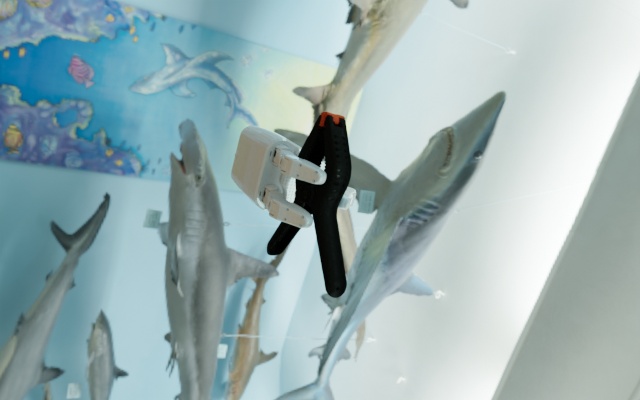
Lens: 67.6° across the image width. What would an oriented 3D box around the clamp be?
[{"bbox_3d":[0.001,0.001,0.577,0.036,0.210,0.164,6,16,-36],"label":"clamp"}]
